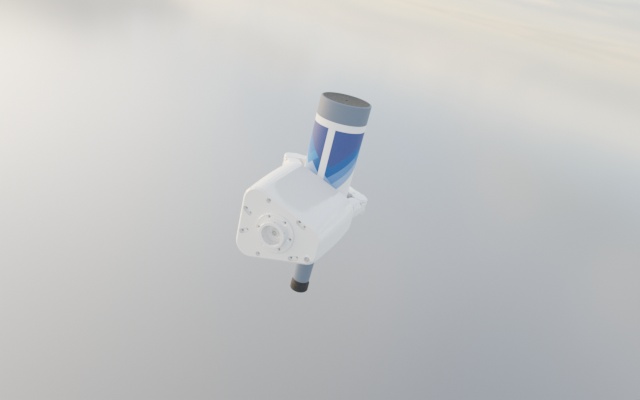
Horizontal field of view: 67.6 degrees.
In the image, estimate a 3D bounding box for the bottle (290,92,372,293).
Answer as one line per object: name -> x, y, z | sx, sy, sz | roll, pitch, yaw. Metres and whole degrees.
bottle -> 0.000, 0.002, 0.666 | 0.069, 0.296, 0.069 | 12, 24, -5
